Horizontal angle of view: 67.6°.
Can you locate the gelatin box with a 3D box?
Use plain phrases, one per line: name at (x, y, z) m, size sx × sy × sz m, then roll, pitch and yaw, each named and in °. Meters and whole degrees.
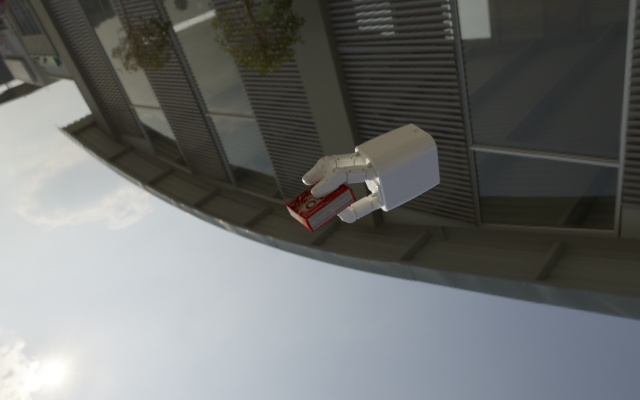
gelatin box at (0.000, 0.003, 0.752) m, size 0.089 × 0.030 × 0.073 m, roll -36°, pitch 32°, yaw -14°
